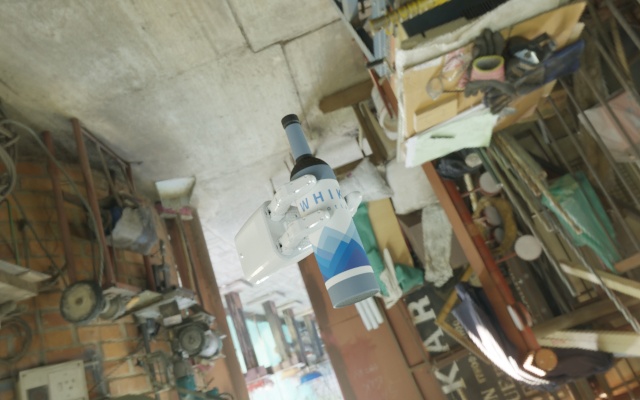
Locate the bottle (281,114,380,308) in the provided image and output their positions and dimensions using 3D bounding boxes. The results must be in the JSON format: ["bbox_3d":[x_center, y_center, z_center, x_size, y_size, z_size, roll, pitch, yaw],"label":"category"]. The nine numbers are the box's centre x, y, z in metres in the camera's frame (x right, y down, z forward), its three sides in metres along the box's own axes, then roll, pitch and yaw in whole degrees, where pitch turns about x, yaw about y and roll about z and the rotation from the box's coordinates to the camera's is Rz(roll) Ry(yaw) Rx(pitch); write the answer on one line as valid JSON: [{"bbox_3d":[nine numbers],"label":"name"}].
[{"bbox_3d":[0.000,0.002,0.685,0.069,0.295,0.069,-18,-21,-7],"label":"bottle"}]
